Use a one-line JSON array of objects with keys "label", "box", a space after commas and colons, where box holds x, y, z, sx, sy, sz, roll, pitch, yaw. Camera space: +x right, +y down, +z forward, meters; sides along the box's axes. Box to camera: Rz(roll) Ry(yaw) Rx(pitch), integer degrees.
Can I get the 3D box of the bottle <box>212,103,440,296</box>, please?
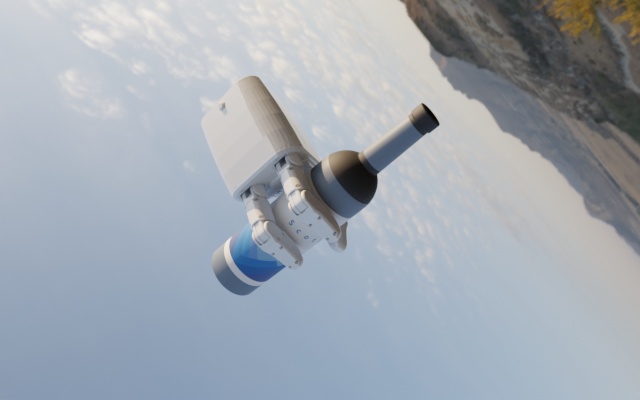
[{"label": "bottle", "box": [0.000, 0.002, 0.512, 0.296, 0.069, 0.069, -39, -19, 25]}]
